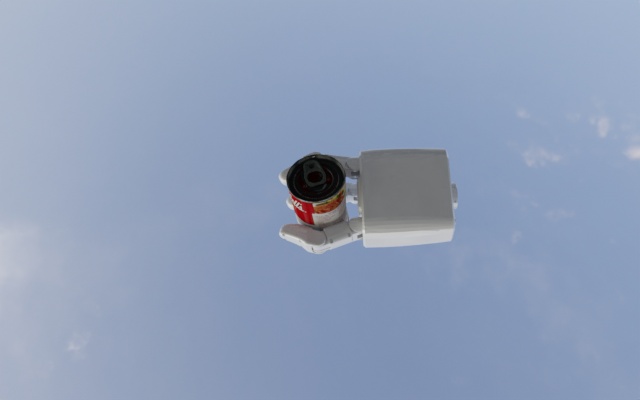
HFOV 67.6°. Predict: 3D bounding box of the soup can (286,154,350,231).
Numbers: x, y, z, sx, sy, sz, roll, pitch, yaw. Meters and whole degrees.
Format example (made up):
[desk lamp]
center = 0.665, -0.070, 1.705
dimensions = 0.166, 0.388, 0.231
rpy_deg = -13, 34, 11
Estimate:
[soup can]
center = 0.000, 0.002, 0.579
dimensions = 0.068, 0.068, 0.102
rpy_deg = 0, -34, 8
